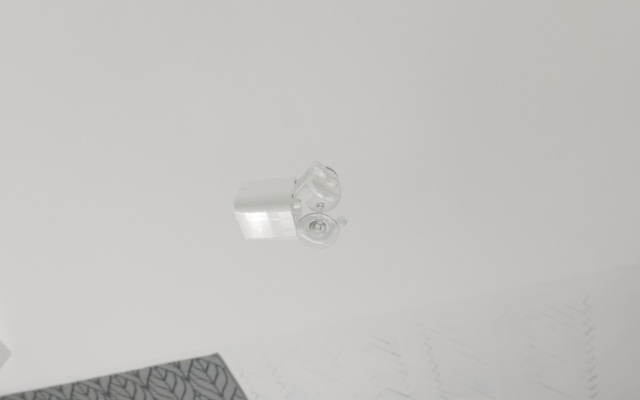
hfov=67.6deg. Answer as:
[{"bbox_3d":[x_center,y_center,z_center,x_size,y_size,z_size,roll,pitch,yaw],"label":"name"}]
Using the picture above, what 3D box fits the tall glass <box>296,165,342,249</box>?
[{"bbox_3d":[0.000,0.003,0.899,0.079,0.079,0.201,0,30,4],"label":"tall glass"}]
